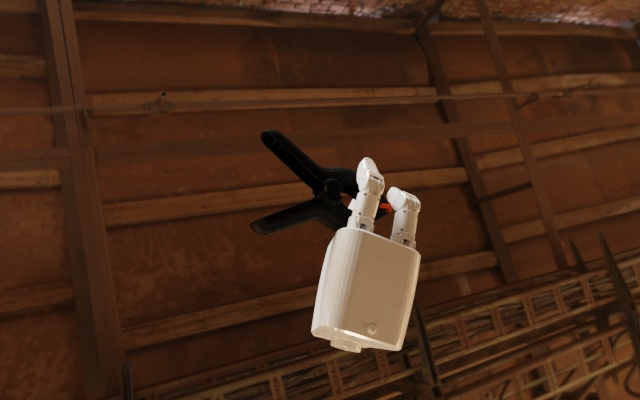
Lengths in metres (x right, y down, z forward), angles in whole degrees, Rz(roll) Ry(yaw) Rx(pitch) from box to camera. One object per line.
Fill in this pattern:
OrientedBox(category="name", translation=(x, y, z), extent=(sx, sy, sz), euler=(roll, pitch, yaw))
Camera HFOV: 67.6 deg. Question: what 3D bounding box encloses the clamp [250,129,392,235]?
OrientedBox(category="clamp", translation=(0.000, 0.002, 0.530), extent=(0.171, 0.120, 0.039), euler=(22, -23, -18))
